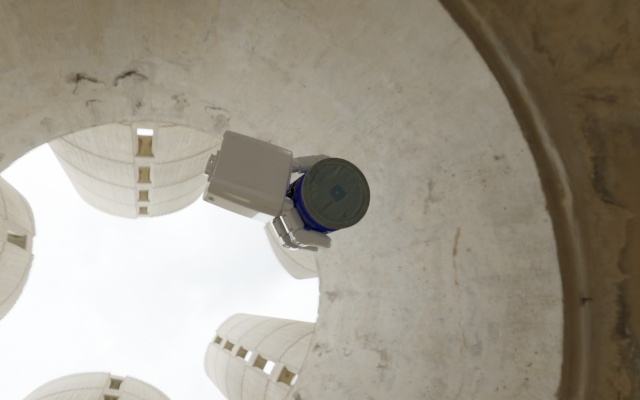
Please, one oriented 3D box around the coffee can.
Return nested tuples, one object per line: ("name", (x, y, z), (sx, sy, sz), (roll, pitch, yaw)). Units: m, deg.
("coffee can", (0.000, 0.002, 0.733), (0.103, 0.102, 0.140), (0, -11, -21))
